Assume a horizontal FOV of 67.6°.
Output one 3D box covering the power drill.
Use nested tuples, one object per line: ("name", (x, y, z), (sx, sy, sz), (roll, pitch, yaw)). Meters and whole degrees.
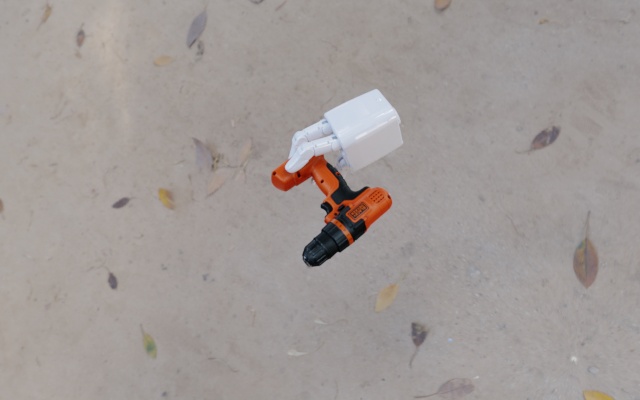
("power drill", (0.000, 0.002, 0.821), (0.184, 0.187, 0.057), (-38, -24, -18))
